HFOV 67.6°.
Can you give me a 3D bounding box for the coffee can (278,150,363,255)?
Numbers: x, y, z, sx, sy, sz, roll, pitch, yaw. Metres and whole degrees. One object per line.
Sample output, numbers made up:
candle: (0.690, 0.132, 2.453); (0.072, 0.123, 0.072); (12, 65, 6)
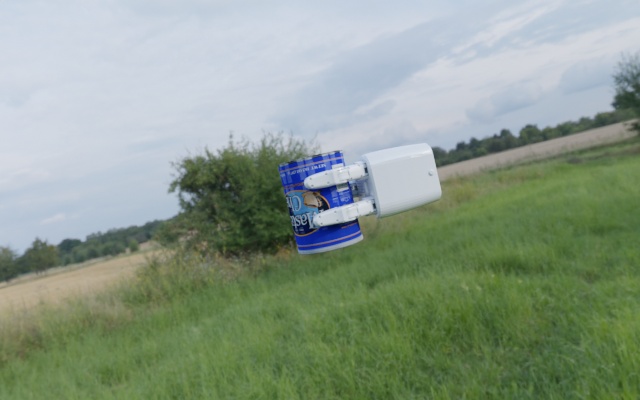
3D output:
coffee can: (0.000, 0.003, 0.735); (0.103, 0.140, 0.103); (-13, 3, 1)
